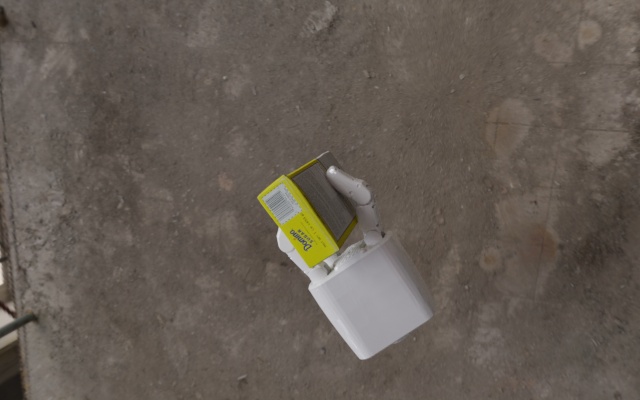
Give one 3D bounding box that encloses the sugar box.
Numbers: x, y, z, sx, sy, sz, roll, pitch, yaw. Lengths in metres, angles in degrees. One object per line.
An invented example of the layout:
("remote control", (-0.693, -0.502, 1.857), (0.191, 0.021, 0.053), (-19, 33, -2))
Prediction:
("sugar box", (0.000, 0.002, 0.550), (0.048, 0.093, 0.176), (-35, 2, 18))
